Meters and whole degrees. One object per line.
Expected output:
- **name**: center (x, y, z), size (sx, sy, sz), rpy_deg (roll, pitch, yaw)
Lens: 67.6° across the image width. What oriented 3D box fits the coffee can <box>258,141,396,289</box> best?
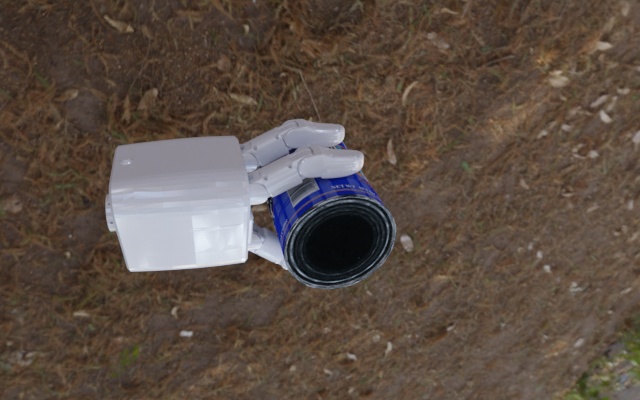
- **coffee can**: center (0.000, 0.001, 0.470), size (0.103, 0.103, 0.140), rpy_deg (0, 33, -18)
